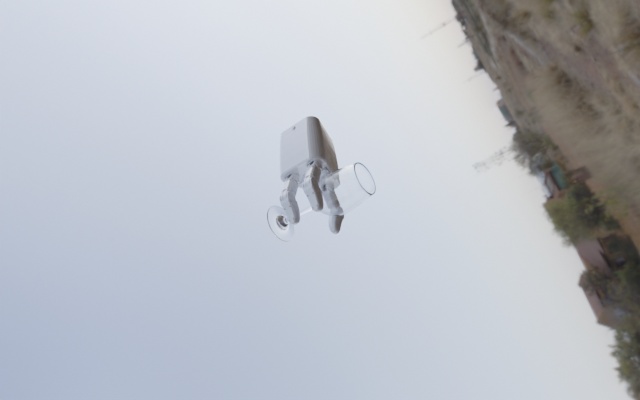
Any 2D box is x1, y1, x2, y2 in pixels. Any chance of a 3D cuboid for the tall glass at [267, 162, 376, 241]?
[{"bbox_3d":[0.000,0.003,0.863,0.201,0.079,0.079,-28,-15,30],"label":"tall glass"}]
